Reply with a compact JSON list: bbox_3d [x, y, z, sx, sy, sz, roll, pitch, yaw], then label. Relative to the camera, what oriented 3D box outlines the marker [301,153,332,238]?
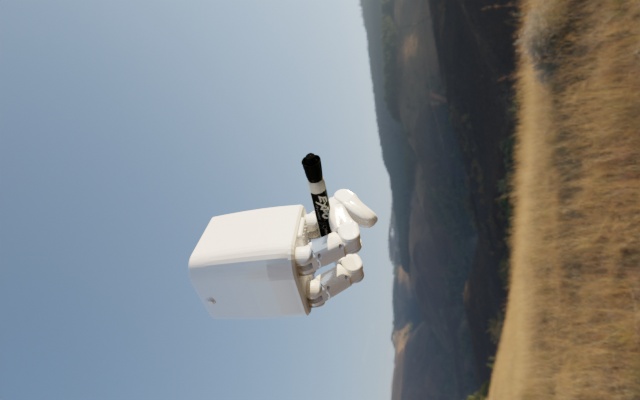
[{"bbox_3d":[0.000,0.002,0.490,0.020,0.121,0.020,-7,42,6],"label":"marker"}]
